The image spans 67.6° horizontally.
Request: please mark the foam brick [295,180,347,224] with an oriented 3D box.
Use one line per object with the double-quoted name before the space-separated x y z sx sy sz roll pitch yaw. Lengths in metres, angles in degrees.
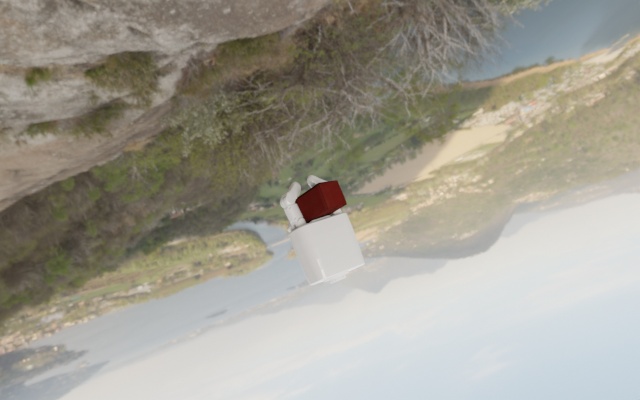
"foam brick" 0.000 0.003 0.885 0.053 0.051 0.078 -12 -15 -43
